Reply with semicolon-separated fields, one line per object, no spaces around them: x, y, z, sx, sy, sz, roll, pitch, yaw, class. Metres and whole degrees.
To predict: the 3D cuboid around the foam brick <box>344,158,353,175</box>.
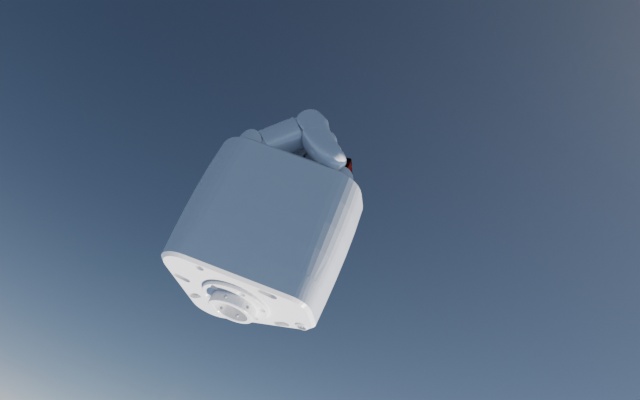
0.000;0.002;0.438;0.053;0.051;0.078;10;-36;18;foam brick
